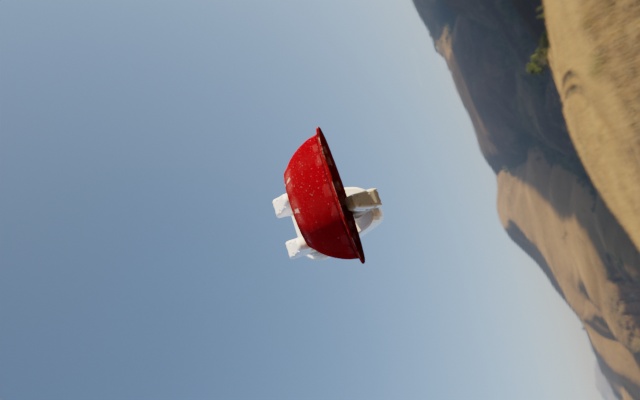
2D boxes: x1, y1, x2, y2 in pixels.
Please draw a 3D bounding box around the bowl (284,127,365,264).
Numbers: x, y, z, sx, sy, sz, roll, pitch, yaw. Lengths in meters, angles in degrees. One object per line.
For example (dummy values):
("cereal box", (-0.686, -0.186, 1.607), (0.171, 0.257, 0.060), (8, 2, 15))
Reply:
("bowl", (-0.001, 0.001, 0.539), (0.055, 0.162, 0.162), (-19, -2, 5))
